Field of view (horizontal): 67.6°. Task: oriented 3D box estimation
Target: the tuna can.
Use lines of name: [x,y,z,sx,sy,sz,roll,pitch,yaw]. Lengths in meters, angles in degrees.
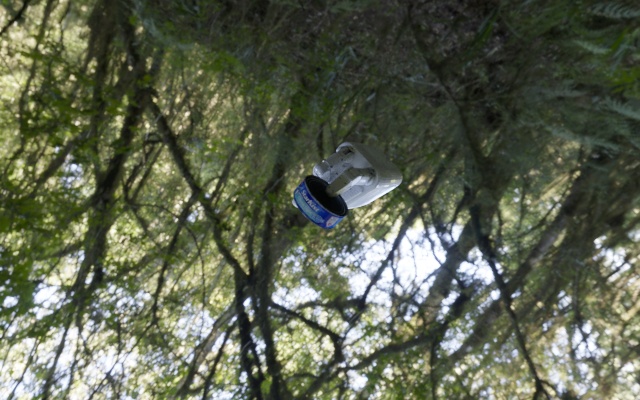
tuna can: [0.000,0.003,0.735,0.034,0.086,0.086,-46,-22,23]
